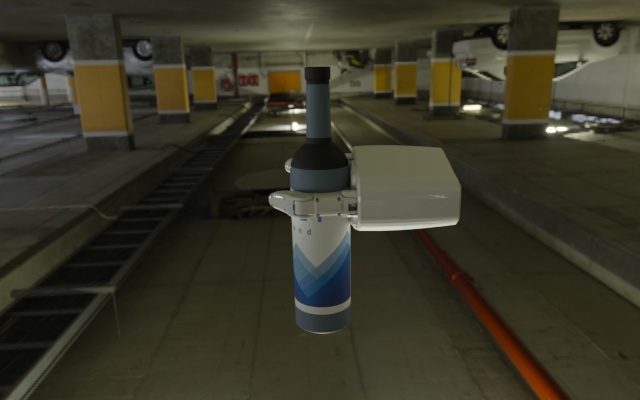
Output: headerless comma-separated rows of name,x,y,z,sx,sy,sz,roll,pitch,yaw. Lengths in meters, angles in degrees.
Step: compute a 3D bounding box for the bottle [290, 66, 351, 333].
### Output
bottle,0.000,0.002,0.540,0.069,0.296,0.069,-1,15,0
